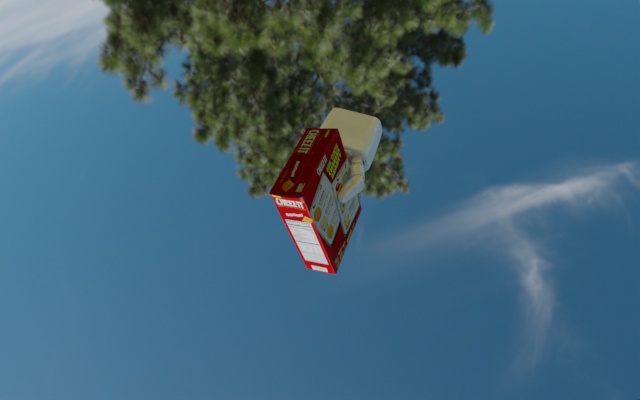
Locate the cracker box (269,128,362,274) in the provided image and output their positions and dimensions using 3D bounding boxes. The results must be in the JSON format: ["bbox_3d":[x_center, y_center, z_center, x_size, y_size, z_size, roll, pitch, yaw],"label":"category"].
[{"bbox_3d":[0.000,0.003,0.857,0.072,0.164,0.214,6,-40,26],"label":"cracker box"}]
